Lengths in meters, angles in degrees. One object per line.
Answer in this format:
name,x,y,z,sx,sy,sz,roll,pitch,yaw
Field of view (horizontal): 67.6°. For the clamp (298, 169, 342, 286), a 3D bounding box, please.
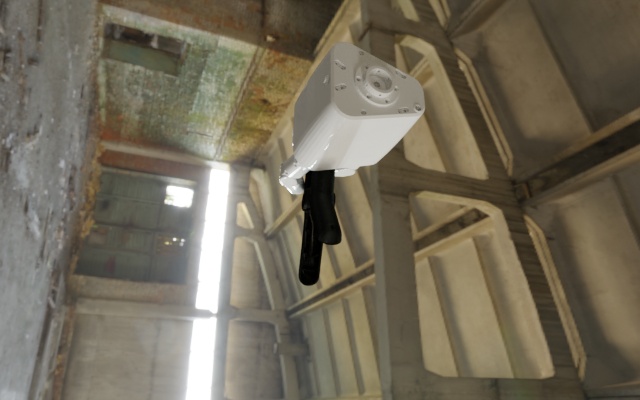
clamp,0.001,0.002,0.548,0.039,0.171,0.120,8,-25,-18
